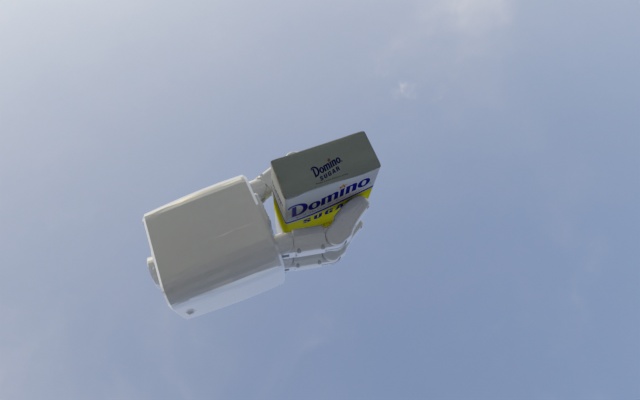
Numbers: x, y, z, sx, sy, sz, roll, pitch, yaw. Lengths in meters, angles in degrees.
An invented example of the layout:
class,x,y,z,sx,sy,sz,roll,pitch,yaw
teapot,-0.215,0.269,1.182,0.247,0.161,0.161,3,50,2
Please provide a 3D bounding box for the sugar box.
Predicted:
class,x,y,z,sx,sy,sz,roll,pitch,yaw
sugar box,0.000,0.002,0.493,0.093,0.048,0.176,-19,-18,-10
